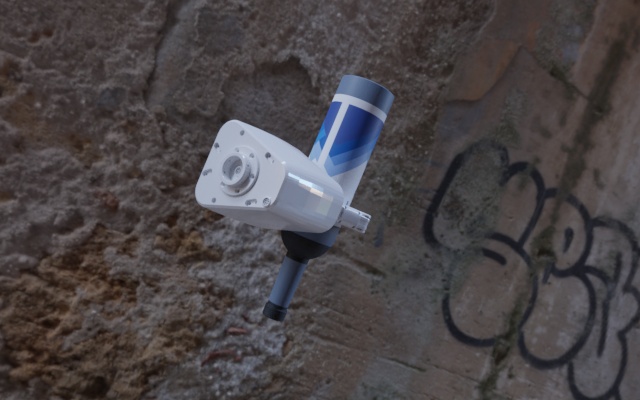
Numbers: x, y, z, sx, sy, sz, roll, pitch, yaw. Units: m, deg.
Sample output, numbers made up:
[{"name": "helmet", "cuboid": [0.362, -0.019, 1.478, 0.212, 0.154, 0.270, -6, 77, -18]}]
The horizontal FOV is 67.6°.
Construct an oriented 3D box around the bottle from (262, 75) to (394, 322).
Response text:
[{"name": "bottle", "cuboid": [0.000, 0.002, 0.566, 0.069, 0.295, 0.069, 23, 0, 0]}]
